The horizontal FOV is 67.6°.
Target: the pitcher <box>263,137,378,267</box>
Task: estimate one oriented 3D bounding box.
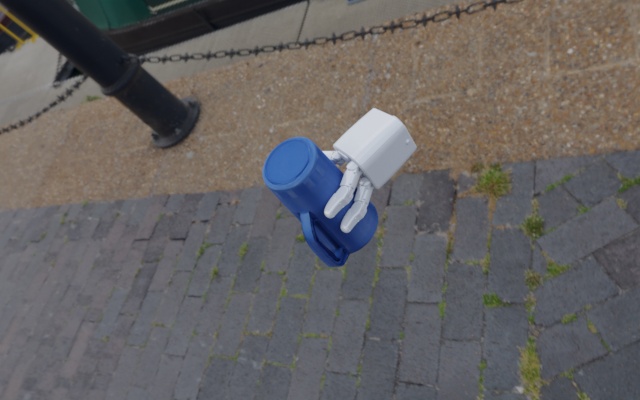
[{"bbox_3d":[0.000,0.003,0.873,0.149,0.145,0.243,46,0,43],"label":"pitcher"}]
